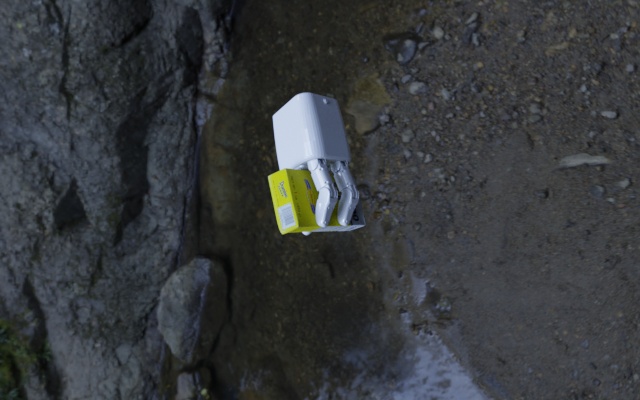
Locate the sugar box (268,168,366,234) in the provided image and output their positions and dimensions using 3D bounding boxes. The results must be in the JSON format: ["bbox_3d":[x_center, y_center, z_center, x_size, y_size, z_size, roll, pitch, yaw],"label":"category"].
[{"bbox_3d":[0.000,0.002,0.766,0.048,0.093,0.176,-22,-14,39],"label":"sugar box"}]
